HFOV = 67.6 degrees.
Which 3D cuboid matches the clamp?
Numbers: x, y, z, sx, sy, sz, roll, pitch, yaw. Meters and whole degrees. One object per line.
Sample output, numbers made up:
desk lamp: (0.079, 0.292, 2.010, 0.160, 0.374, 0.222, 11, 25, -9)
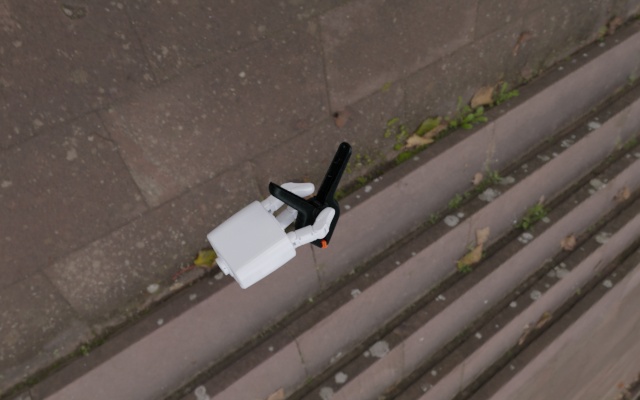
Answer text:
clamp: (0.001, 0.004, 0.844, 0.164, 0.210, 0.036, -35, 50, -18)
